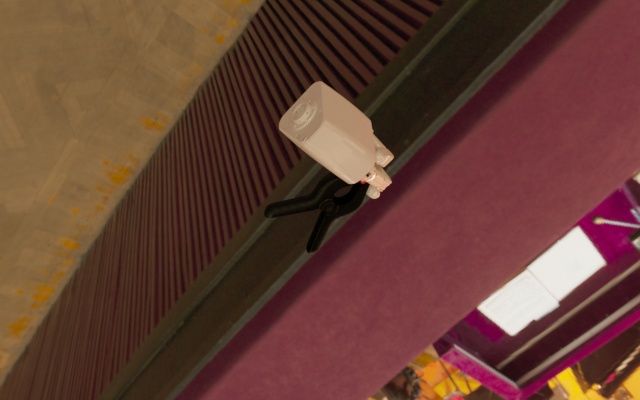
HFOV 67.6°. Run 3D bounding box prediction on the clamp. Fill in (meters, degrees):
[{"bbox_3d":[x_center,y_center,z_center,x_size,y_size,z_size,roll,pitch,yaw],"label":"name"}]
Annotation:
[{"bbox_3d":[0.000,0.003,0.740,0.120,0.171,0.039,32,20,-37],"label":"clamp"}]
